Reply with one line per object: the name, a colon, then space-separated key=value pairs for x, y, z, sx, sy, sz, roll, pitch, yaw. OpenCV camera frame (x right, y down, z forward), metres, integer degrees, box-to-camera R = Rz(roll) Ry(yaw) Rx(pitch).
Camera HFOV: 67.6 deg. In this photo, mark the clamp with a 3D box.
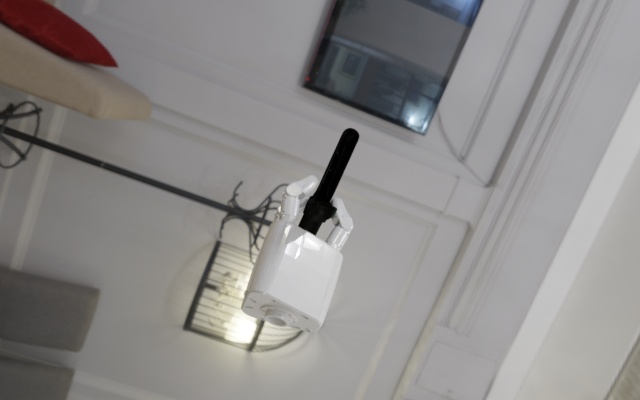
clamp: x=0.001 y=0.003 z=0.699 sx=0.036 sy=0.164 sz=0.210 roll=24 pitch=-36 yaw=-4
